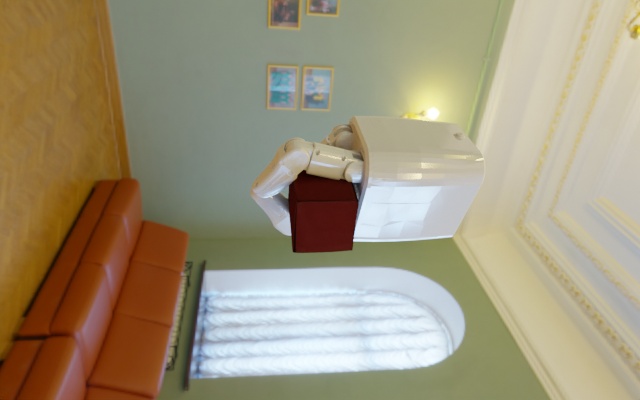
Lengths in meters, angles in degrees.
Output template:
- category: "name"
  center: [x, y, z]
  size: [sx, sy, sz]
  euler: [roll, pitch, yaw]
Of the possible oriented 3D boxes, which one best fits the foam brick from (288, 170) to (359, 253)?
- category: "foam brick"
  center: [0.000, 0.002, 0.415]
  size: [0.051, 0.053, 0.078]
  euler: [1, 33, -8]
